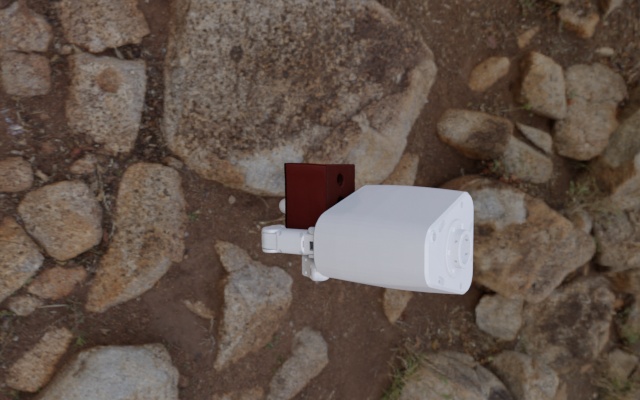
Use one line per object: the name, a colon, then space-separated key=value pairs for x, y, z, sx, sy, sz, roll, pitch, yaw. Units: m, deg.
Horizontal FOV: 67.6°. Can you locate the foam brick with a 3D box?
foam brick: x=0.000 y=0.001 z=0.469 sx=0.051 sy=0.078 sz=0.053 roll=3 pitch=6 yaw=37
